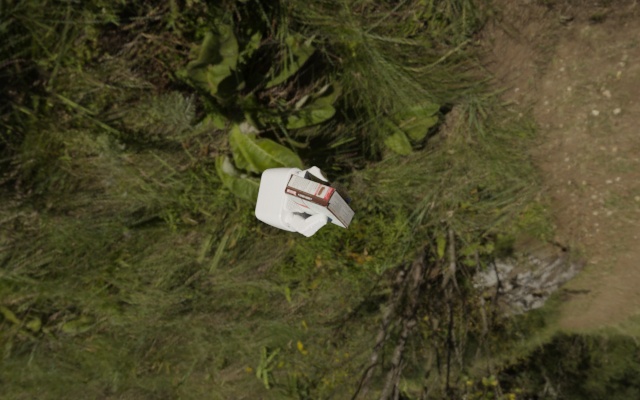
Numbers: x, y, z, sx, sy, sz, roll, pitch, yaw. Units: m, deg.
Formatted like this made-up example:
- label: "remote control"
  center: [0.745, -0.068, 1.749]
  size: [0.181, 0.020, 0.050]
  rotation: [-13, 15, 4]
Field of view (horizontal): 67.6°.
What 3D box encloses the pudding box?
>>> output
- label: "pudding box"
  center: [0.000, 0.003, 0.824]
  size: [0.090, 0.039, 0.113]
  rotation: [19, -12, 27]
